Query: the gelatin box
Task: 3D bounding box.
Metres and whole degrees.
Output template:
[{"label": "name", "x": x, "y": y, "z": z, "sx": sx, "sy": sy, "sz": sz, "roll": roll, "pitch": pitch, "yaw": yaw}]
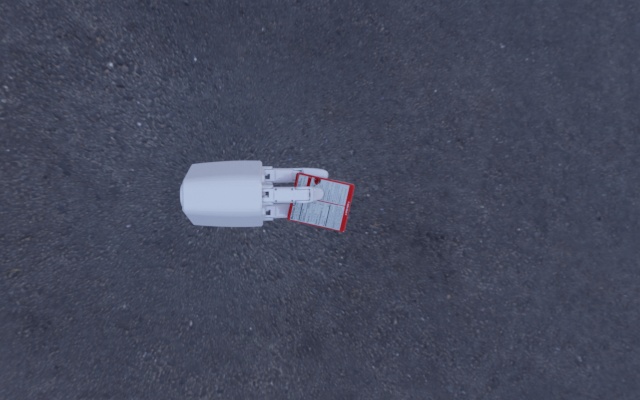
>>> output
[{"label": "gelatin box", "x": 0.000, "y": 0.002, "z": 0.716, "sx": 0.089, "sy": 0.073, "sz": 0.030, "roll": 12, "pitch": 1, "yaw": -2}]
